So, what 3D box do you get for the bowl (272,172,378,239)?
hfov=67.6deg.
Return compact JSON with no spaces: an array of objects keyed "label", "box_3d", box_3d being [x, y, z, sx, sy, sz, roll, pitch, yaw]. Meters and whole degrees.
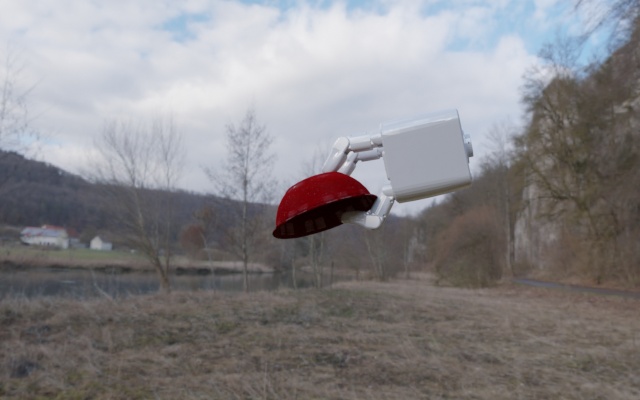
[{"label":"bowl","box_3d":[-0.001,0.002,0.695,0.162,0.055,0.162,-18,-15,-5]}]
